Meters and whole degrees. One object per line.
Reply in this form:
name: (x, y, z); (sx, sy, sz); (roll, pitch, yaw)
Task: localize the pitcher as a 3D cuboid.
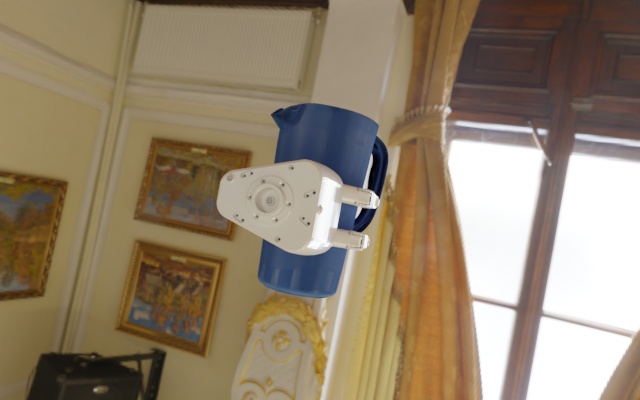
pitcher: (0.000, 0.002, 0.644); (0.149, 0.243, 0.145); (11, -2, 12)
